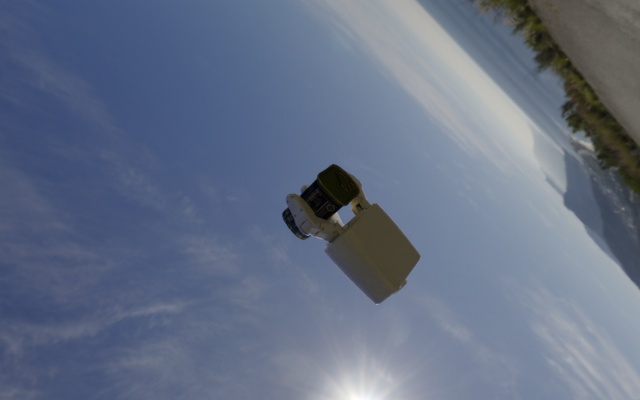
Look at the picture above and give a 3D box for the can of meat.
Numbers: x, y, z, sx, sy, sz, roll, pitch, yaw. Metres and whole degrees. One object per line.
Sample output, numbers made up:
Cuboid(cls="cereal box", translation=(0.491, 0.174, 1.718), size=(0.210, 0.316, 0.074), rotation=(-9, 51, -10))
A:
Cuboid(cls="can of meat", translation=(0.000, 0.002, 0.681), size=(0.084, 0.057, 0.102), rotation=(-44, -1, 23))
